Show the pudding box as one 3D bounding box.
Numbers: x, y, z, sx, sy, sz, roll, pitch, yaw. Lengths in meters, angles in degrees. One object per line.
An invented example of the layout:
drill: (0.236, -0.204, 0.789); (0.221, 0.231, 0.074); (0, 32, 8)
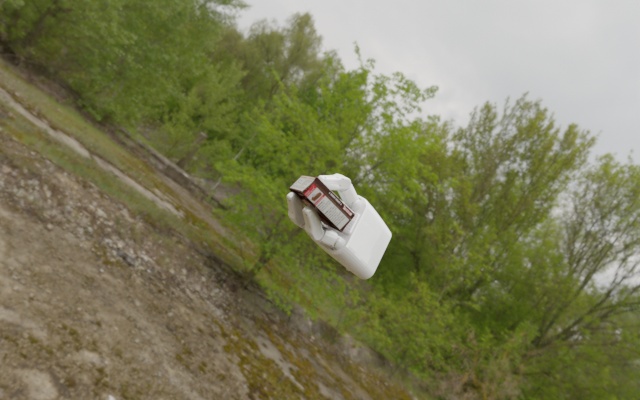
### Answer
pudding box: (0.000, 0.002, 0.768); (0.090, 0.039, 0.113); (44, -8, -12)
